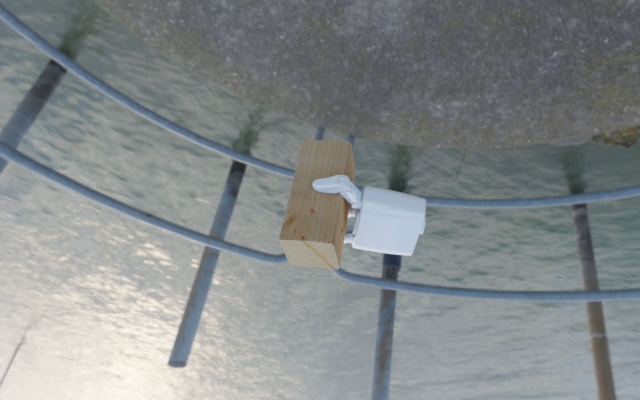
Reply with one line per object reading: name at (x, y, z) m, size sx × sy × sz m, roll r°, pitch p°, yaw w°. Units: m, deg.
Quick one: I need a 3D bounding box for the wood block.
wood block at (0.000, 0.003, 0.823) m, size 0.090 × 0.206 × 0.091 m, roll 3°, pitch -34°, yaw 12°
